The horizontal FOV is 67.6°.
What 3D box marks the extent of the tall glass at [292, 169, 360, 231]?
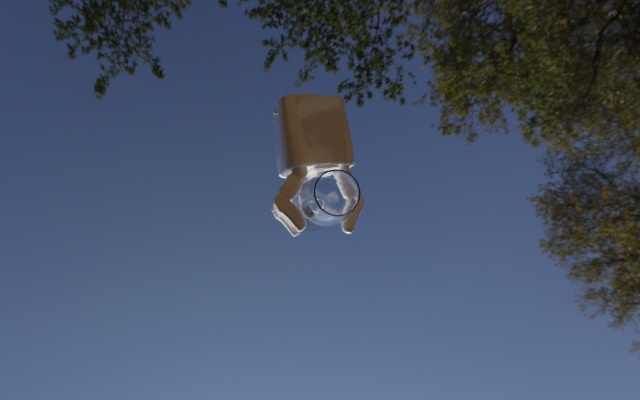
[{"bbox_3d":[0.000,0.003,0.708,0.079,0.079,0.201,0,-7,-13],"label":"tall glass"}]
